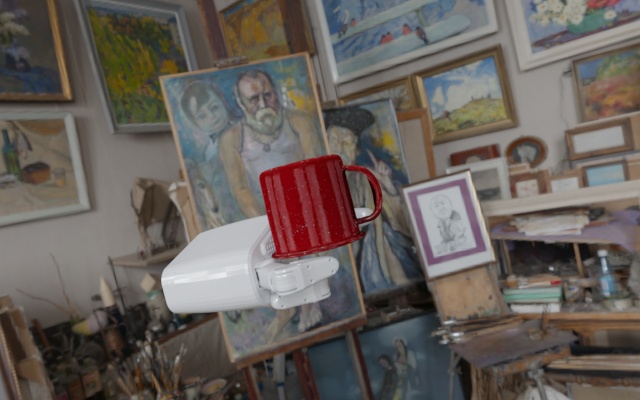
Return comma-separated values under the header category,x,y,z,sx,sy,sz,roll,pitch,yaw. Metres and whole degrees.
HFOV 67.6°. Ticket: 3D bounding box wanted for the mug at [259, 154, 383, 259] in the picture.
category,x,y,z,sx,sy,sz,roll,pitch,yaw
mug,0.001,0.001,0.450,0.117,0.081,0.093,-13,2,20
